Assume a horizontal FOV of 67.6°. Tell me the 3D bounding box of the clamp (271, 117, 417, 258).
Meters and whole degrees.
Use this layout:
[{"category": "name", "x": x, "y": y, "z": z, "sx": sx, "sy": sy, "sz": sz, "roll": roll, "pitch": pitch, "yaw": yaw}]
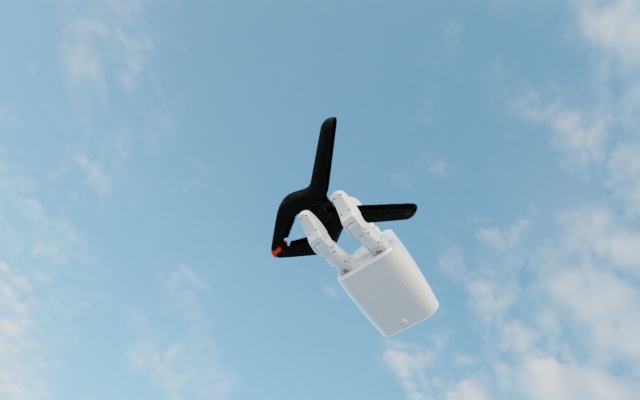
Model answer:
[{"category": "clamp", "x": 0.000, "y": 0.002, "z": 0.644, "sx": 0.210, "sy": 0.164, "sz": 0.036, "roll": -35, "pitch": 3, "yaw": 26}]
